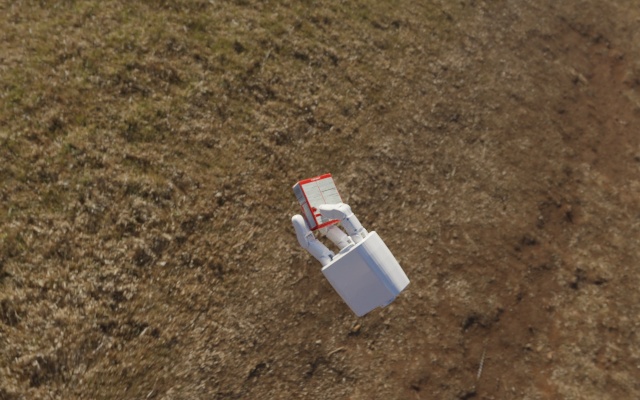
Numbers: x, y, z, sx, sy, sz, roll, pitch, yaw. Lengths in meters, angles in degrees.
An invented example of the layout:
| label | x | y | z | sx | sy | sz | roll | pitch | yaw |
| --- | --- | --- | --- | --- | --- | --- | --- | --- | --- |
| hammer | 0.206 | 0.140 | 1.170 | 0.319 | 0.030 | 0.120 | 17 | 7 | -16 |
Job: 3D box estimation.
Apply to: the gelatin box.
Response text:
| label | x | y | z | sx | sy | sz | roll | pitch | yaw |
| --- | --- | --- | --- | --- | --- | --- | --- | --- | --- |
| gelatin box | 0.000 | 0.002 | 0.852 | 0.073 | 0.089 | 0.030 | -18 | -11 | -36 |
